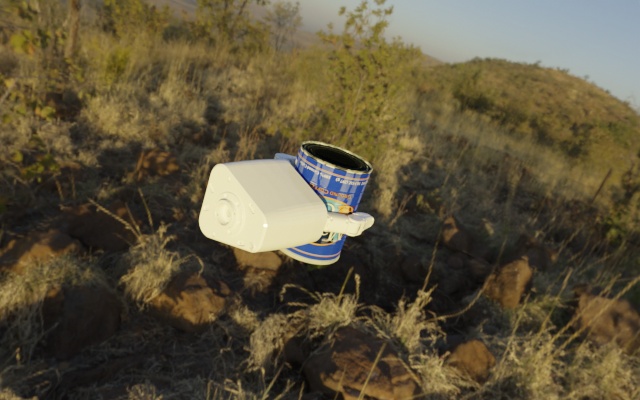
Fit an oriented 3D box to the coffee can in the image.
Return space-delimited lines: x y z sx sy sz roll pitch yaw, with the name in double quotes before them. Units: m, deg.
"coffee can" 0.000 0.002 0.658 0.103 0.140 0.102 17 20 -6
